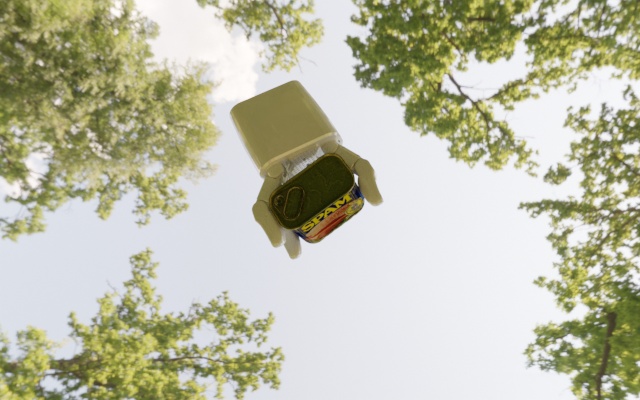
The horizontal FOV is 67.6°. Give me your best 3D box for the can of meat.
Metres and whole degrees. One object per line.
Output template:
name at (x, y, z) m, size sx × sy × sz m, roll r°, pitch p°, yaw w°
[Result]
can of meat at (0.000, 0.002, 0.577) m, size 0.102 × 0.057 × 0.084 m, roll -36°, pitch -24°, yaw 2°
